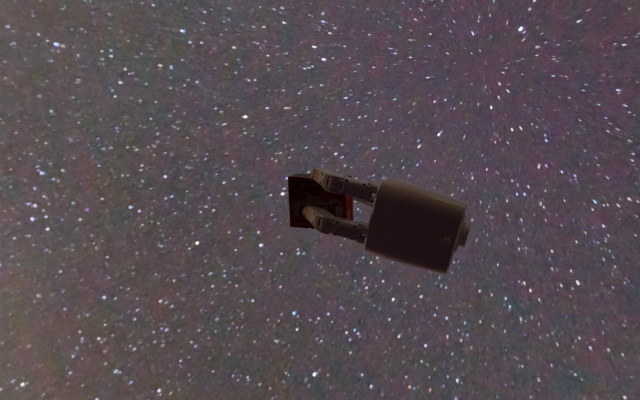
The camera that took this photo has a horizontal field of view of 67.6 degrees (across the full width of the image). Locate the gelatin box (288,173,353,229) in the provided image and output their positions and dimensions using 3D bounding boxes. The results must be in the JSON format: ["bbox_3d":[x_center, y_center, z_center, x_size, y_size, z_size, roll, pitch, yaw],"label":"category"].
[{"bbox_3d":[0.000,0.002,0.657,0.089,0.073,0.030,4,15,25],"label":"gelatin box"}]
